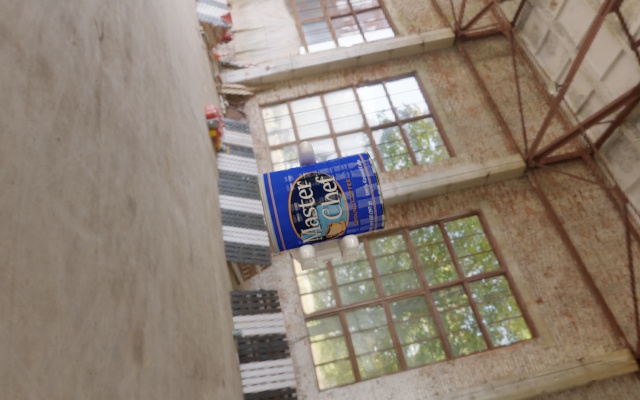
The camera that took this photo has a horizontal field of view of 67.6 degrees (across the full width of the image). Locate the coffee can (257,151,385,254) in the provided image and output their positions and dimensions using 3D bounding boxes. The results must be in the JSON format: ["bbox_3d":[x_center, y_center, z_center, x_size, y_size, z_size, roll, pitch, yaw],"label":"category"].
[{"bbox_3d":[0.000,0.002,0.603,0.140,0.103,0.103,-12,1,-3],"label":"coffee can"}]
